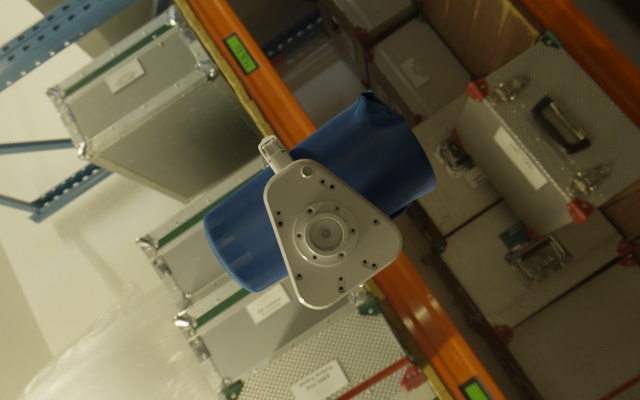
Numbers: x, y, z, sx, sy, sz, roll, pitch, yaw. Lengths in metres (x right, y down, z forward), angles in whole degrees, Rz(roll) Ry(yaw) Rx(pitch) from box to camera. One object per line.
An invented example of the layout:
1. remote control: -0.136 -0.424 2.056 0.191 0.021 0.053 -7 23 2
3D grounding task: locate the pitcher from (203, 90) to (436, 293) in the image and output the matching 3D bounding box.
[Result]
1. pitcher: 0.000 0.002 0.545 0.243 0.149 0.145 -34 4 0
